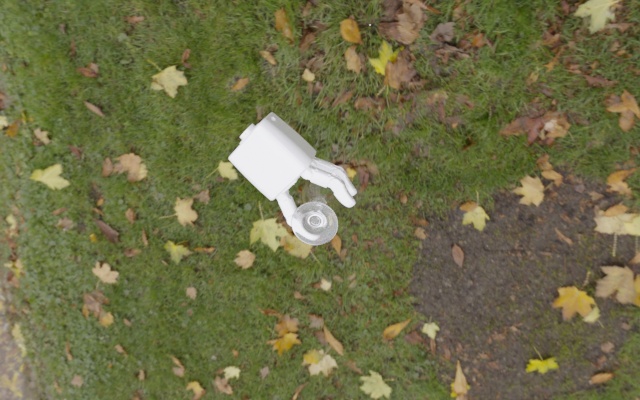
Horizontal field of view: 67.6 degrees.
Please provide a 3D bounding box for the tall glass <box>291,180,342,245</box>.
[{"bbox_3d":[0.000,0.003,0.843,0.079,0.079,0.201,0,20,6],"label":"tall glass"}]
